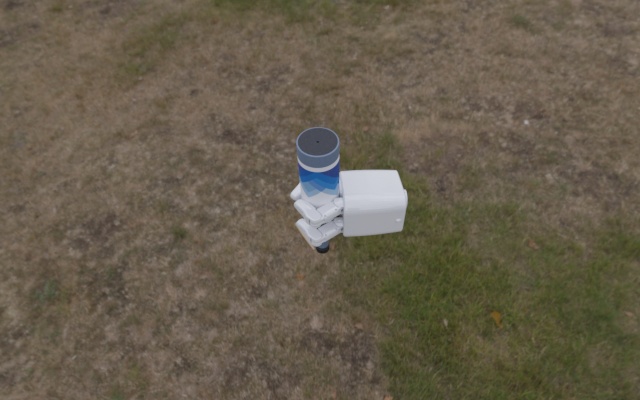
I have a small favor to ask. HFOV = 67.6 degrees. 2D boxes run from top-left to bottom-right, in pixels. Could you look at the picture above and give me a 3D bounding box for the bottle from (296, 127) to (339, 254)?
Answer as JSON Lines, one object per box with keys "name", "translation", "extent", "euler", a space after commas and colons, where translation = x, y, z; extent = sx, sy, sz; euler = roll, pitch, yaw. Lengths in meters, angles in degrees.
{"name": "bottle", "translation": [0.000, 0.003, 0.846], "extent": [0.069, 0.069, 0.296], "euler": [0, -39, 2]}
